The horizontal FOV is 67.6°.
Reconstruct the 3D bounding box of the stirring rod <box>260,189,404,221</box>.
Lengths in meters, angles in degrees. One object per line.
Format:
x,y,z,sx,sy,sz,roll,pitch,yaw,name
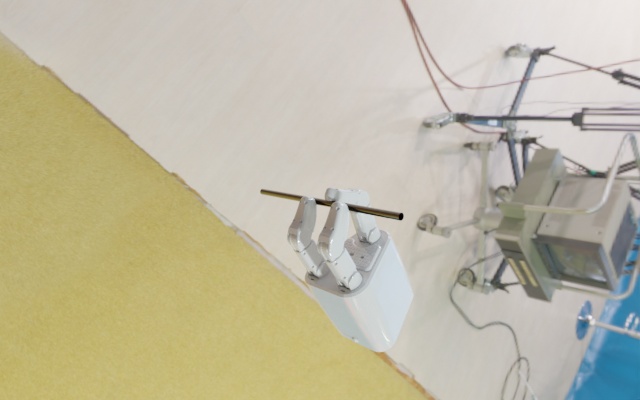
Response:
0.000,0.002,0.553,0.011,0.011,0.239,0,7,-41,stirring rod
